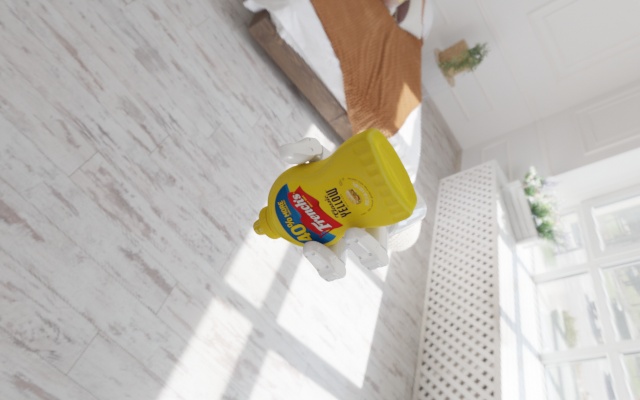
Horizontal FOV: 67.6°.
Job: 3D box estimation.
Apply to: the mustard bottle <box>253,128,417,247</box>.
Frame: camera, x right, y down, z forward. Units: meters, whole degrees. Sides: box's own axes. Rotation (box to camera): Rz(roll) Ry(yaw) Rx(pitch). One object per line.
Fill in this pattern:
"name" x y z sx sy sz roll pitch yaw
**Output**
"mustard bottle" 0.000 0.002 0.519 0.192 0.096 0.058 -23 19 32
